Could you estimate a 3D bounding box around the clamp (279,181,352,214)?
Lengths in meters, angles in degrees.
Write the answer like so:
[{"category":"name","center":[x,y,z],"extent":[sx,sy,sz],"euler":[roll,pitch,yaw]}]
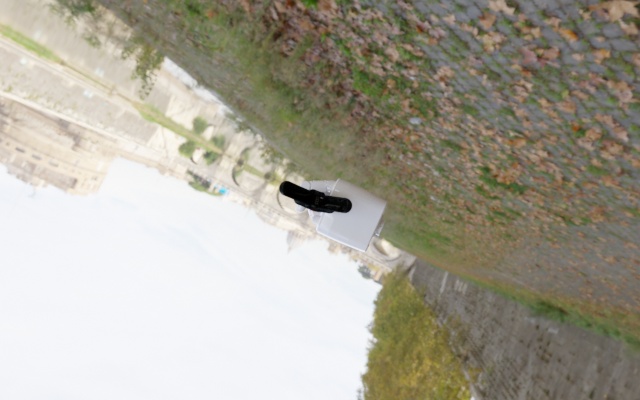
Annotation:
[{"category":"clamp","center":[0.000,0.003,0.832],"extent":[0.120,0.039,0.171],"euler":[22,-2,9]}]
